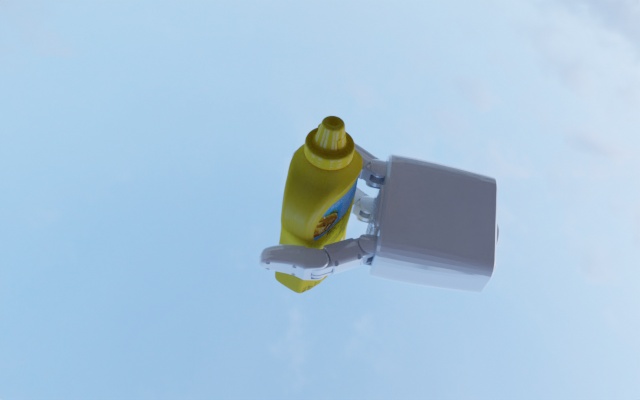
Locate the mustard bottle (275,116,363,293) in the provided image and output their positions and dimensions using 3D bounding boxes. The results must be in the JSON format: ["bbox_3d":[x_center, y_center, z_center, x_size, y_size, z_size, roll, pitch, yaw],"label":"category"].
[{"bbox_3d":[0.000,0.001,0.441,0.058,0.192,0.096,30,52,16],"label":"mustard bottle"}]
